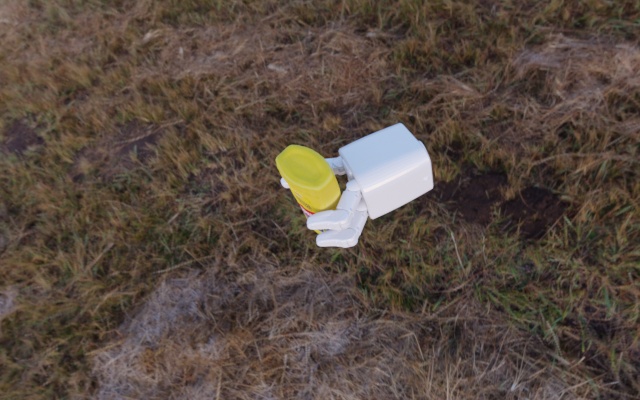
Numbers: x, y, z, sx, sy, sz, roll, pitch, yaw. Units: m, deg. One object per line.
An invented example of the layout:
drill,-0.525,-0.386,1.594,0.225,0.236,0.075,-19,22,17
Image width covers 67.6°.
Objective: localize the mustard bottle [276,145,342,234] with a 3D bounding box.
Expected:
mustard bottle,0.000,0.002,0.718,0.096,0.058,0.192,36,-16,32
